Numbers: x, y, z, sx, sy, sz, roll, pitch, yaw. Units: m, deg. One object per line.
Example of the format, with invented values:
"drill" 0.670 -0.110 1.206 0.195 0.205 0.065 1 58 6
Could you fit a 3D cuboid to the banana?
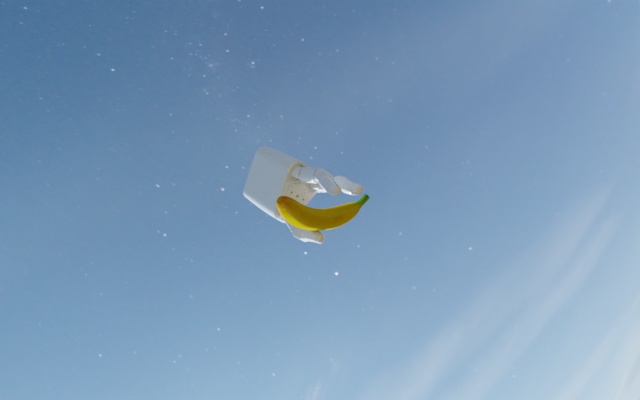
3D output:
"banana" -0.003 0.019 0.784 0.198 0.070 0.037 -4 28 -44
